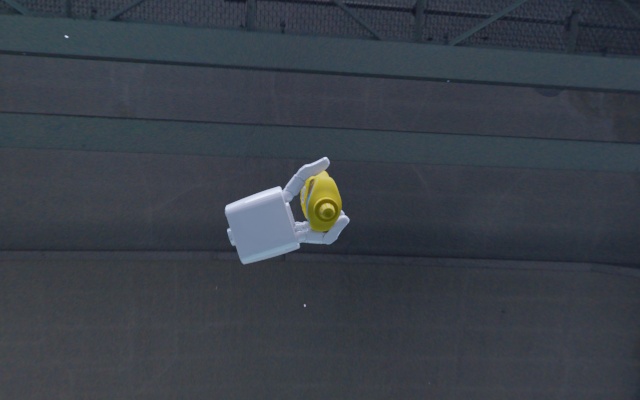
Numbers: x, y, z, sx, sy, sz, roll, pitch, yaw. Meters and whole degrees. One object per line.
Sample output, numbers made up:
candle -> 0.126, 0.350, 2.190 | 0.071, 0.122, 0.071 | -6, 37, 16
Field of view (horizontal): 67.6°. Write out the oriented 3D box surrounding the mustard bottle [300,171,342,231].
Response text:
mustard bottle -> 0.000, 0.003, 0.849 | 0.058, 0.096, 0.191 | 7, 10, -8
